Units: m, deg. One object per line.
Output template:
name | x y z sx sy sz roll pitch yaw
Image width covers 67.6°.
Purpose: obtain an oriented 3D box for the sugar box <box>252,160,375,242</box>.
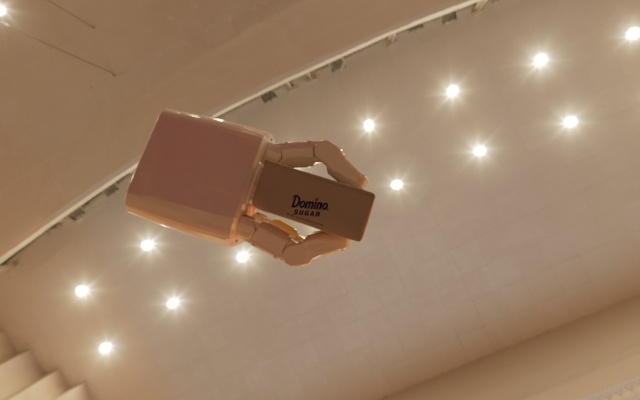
sugar box | 0.000 0.002 0.453 0.093 0.048 0.176 18 3 5
